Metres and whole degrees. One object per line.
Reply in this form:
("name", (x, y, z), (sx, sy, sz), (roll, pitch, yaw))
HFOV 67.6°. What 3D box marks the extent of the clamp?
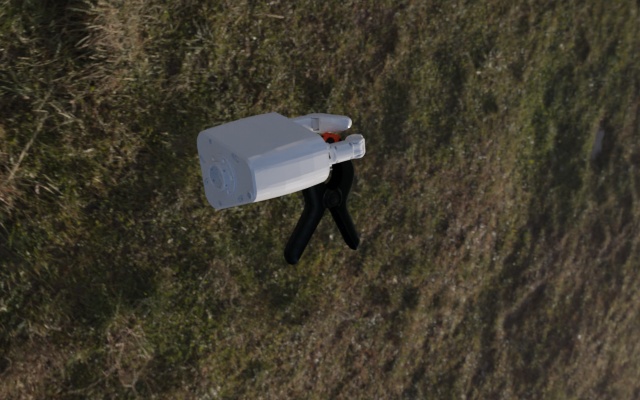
("clamp", (0.001, 0.002, 0.614), (0.120, 0.171, 0.039), (-21, 24, -39))
